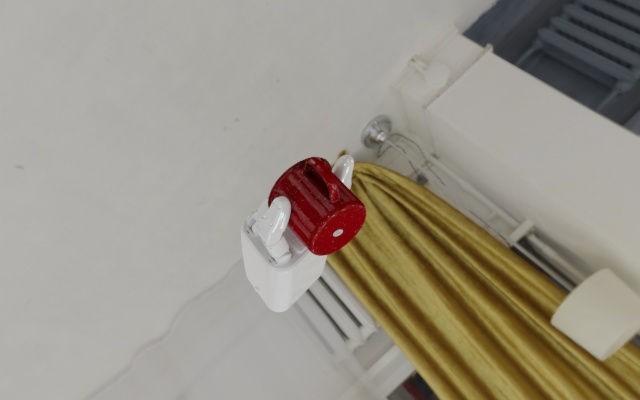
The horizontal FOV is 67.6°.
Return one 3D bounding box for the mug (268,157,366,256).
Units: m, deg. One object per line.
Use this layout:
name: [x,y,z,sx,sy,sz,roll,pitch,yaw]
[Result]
mug: [0.000,0.001,0.547,0.093,0.117,0.081,-26,55,-27]
